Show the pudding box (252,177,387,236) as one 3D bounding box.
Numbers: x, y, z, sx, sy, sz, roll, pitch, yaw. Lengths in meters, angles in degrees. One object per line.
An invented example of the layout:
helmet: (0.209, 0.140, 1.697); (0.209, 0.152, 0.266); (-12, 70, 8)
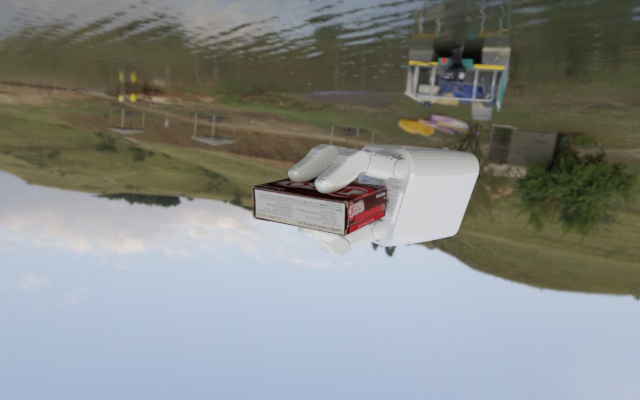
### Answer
pudding box: (0.000, 0.002, 0.493); (0.113, 0.039, 0.090); (7, 13, 31)
